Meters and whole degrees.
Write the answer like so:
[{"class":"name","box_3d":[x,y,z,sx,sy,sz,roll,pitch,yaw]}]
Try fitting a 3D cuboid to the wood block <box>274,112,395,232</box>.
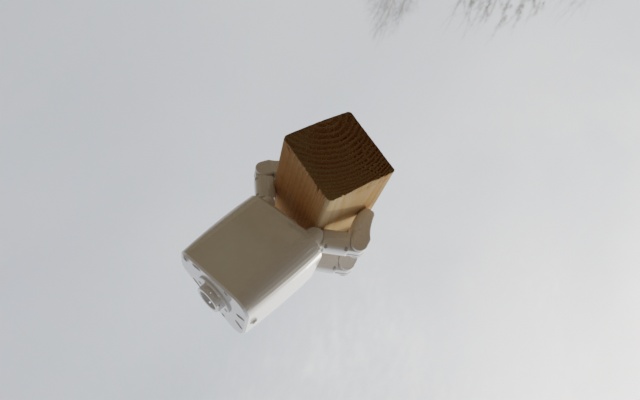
[{"class":"wood block","box_3d":[0.000,0.002,0.583,0.090,0.090,0.206,-25,-21,-25]}]
